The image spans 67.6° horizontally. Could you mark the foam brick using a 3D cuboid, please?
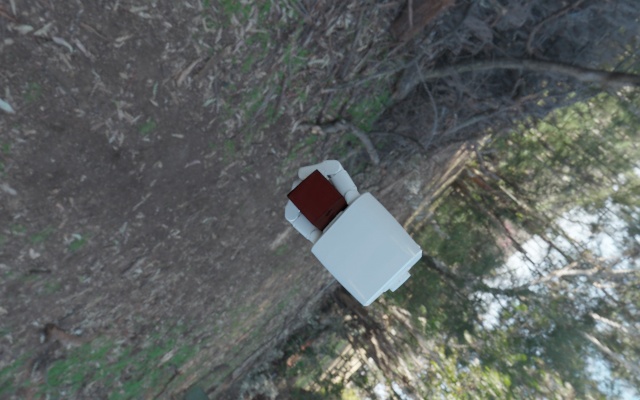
[{"bbox_3d":[0.000,0.002,0.624,0.053,0.051,0.078,-43,-17,1],"label":"foam brick"}]
